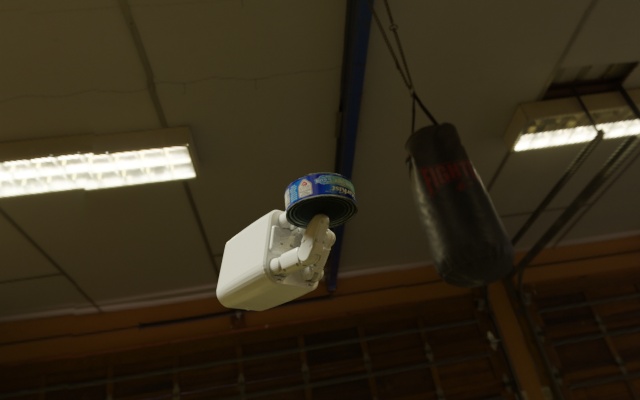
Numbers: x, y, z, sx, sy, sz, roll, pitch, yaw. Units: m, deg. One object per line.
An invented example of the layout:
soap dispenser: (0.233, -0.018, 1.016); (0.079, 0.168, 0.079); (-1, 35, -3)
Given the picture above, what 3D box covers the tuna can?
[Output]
tuna can: (0.000, 0.001, 0.572); (0.086, 0.033, 0.086); (-5, -28, -3)
